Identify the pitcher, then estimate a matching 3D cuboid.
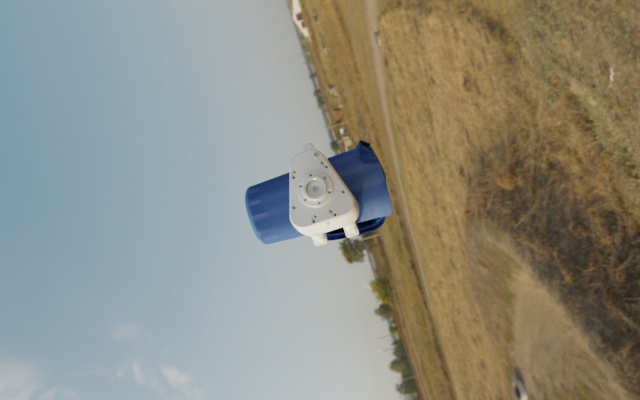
[{"bbox_3d":[0.000,0.003,0.848,0.243,0.149,0.145,-17,-7,3],"label":"pitcher"}]
